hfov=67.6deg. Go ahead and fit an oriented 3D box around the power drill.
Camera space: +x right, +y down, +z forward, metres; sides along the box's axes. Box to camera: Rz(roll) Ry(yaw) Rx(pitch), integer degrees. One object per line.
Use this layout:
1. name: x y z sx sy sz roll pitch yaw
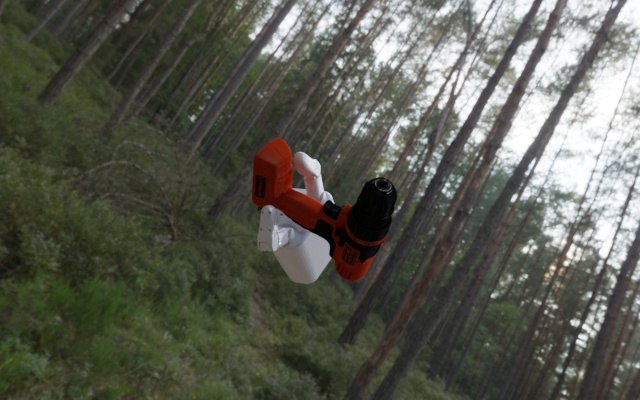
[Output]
1. power drill: 0.000 0.002 0.596 0.187 0.185 0.057 36 53 18
